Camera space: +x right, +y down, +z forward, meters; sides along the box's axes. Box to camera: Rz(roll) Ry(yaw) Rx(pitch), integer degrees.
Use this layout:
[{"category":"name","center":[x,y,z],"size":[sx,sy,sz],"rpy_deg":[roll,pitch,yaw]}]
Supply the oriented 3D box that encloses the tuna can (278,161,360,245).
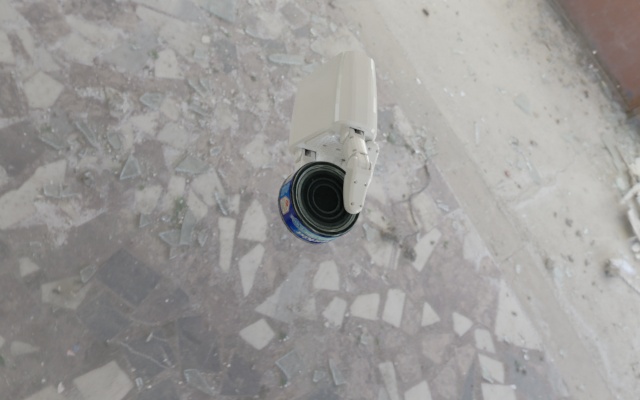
[{"category":"tuna can","center":[0.000,0.002,0.510],"size":[0.086,0.086,0.034],"rpy_deg":[0,-16,-29]}]
